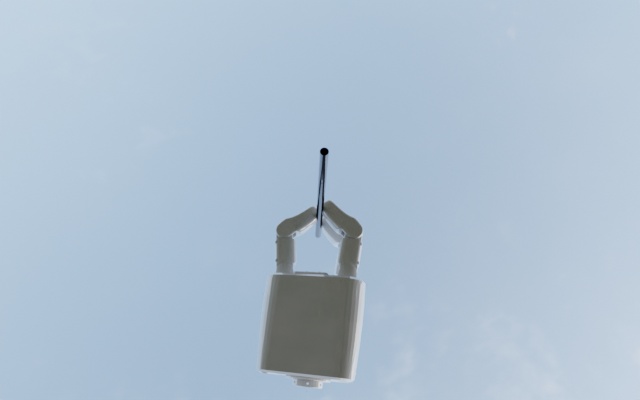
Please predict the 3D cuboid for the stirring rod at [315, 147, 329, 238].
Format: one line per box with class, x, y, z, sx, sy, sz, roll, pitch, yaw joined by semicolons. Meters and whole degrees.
stirring rod;0.000;0.002;0.529;0.011;0.011;0.240;0;-22;-2
